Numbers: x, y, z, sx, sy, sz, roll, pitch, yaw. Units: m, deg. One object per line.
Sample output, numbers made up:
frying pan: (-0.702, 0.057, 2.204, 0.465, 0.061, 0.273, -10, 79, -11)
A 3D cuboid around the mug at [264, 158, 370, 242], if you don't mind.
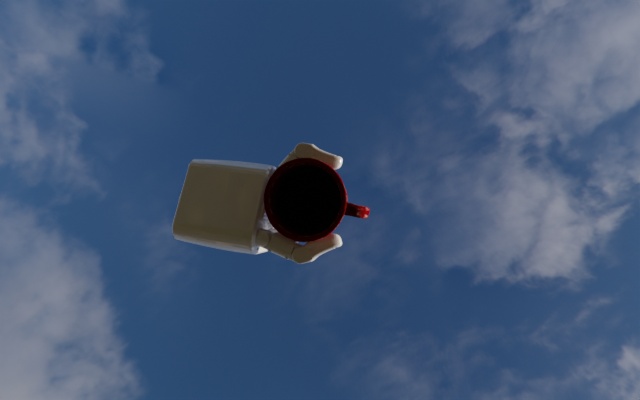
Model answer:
mug: (0.002, 0.002, 0.561, 0.117, 0.093, 0.081, 10, 1, 9)
